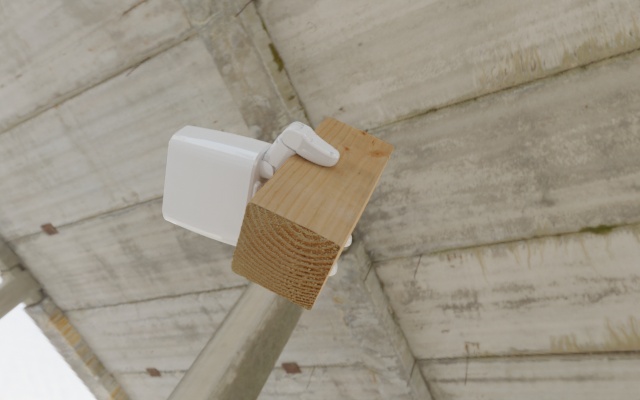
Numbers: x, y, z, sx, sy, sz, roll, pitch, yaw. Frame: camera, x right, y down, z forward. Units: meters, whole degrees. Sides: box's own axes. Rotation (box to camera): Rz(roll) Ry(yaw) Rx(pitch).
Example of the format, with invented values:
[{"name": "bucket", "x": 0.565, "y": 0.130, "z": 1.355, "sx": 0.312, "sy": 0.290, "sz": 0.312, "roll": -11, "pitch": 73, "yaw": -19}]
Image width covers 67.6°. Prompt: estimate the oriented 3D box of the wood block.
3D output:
[{"name": "wood block", "x": 0.000, "y": 0.001, "z": 0.506, "sx": 0.090, "sy": 0.091, "sz": 0.206, "roll": 26, "pitch": 37, "yaw": 6}]
